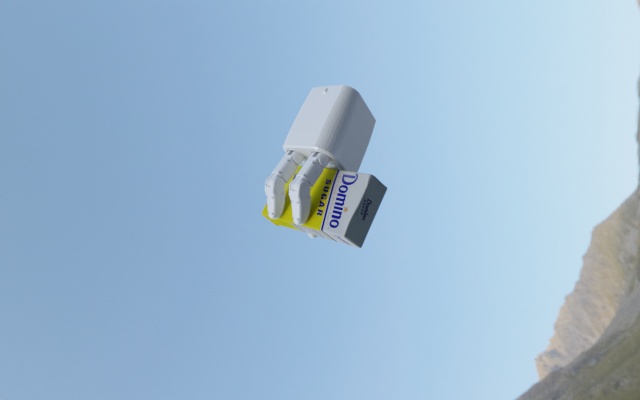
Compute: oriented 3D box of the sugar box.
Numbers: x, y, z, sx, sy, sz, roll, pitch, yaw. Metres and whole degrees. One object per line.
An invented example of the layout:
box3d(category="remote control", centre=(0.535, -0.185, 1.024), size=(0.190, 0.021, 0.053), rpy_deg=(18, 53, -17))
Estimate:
box3d(category="sugar box", centre=(0.000, 0.002, 0.673), size=(0.176, 0.093, 0.048), rpy_deg=(9, -21, 48))
